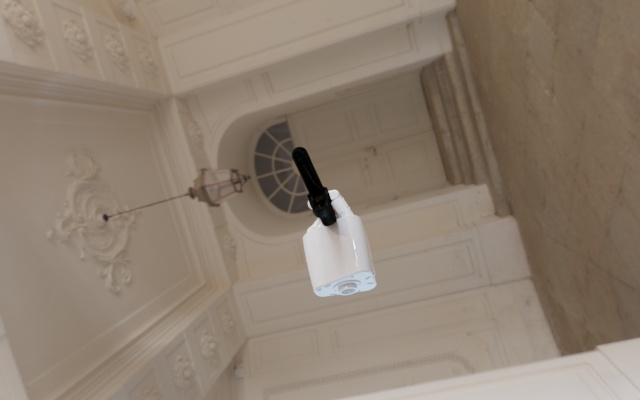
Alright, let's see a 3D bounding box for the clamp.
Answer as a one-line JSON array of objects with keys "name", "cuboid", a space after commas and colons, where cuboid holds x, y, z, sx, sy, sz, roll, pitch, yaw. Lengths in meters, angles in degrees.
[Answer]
[{"name": "clamp", "cuboid": [0.000, 0.003, 0.767, 0.039, 0.120, 0.172, -19, -32, 8]}]
